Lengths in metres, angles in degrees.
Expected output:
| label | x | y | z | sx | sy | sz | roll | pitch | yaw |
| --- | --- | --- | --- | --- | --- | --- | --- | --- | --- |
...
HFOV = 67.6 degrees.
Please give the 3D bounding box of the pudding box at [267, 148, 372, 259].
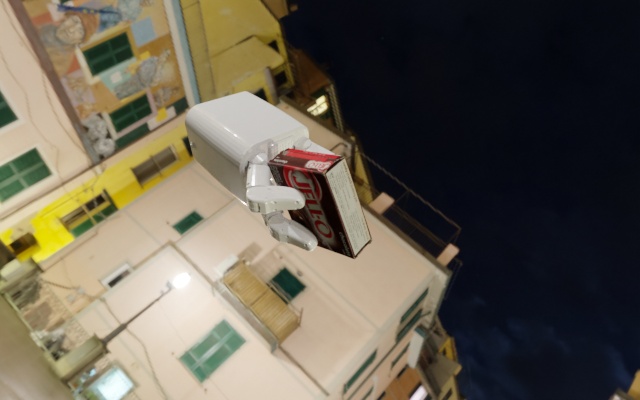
| label | x | y | z | sx | sy | sz | roll | pitch | yaw |
| --- | --- | --- | --- | --- | --- | --- | --- | --- | --- |
| pudding box | 0.000 | 0.002 | 0.518 | 0.090 | 0.114 | 0.039 | 15 | 47 | 46 |
